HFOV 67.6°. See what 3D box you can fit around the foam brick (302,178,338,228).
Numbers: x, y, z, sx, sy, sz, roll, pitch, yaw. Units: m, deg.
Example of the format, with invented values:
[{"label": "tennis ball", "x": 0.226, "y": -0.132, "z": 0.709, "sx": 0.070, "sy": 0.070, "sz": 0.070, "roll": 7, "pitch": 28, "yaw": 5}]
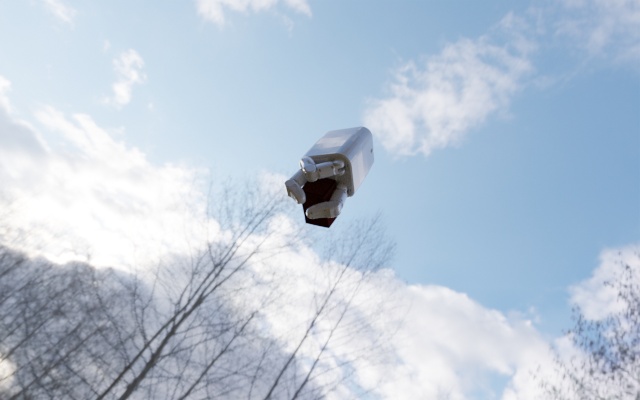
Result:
[{"label": "foam brick", "x": 0.000, "y": 0.003, "z": 0.878, "sx": 0.053, "sy": 0.078, "sz": 0.051, "roll": 13, "pitch": 44, "yaw": 26}]
